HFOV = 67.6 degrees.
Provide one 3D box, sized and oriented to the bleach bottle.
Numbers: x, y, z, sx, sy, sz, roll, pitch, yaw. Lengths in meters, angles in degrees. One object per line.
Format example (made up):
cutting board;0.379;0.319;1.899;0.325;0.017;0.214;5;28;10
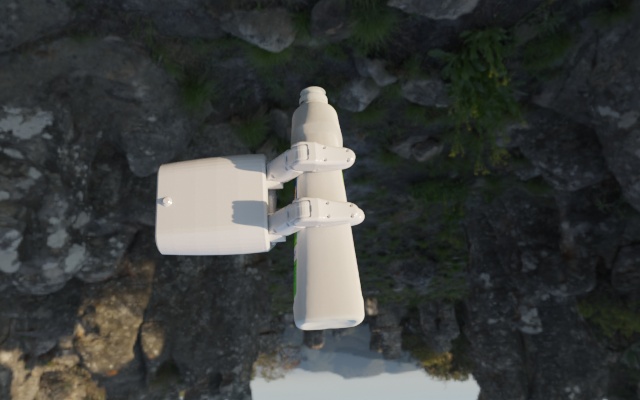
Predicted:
bleach bottle;0.000;0.002;0.499;0.068;0.250;0.103;-4;-19;-2
